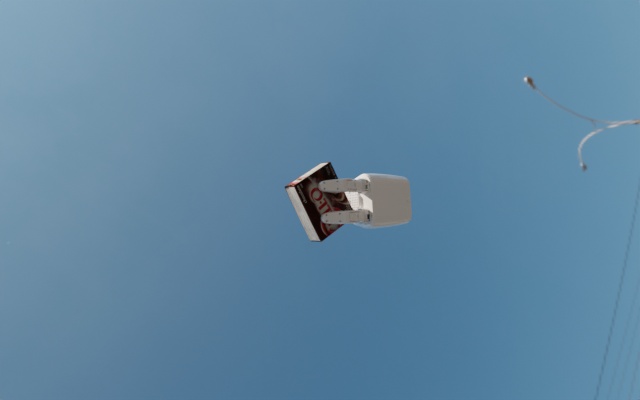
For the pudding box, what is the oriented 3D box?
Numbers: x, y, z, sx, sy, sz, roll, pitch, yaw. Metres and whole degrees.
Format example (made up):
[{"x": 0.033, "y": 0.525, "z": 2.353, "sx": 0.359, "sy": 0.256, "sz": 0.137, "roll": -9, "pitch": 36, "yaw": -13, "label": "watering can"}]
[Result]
[{"x": 0.000, "y": 0.003, "z": 0.832, "sx": 0.090, "sy": 0.113, "sz": 0.039, "roll": -36, "pitch": 16, "yaw": -33, "label": "pudding box"}]
